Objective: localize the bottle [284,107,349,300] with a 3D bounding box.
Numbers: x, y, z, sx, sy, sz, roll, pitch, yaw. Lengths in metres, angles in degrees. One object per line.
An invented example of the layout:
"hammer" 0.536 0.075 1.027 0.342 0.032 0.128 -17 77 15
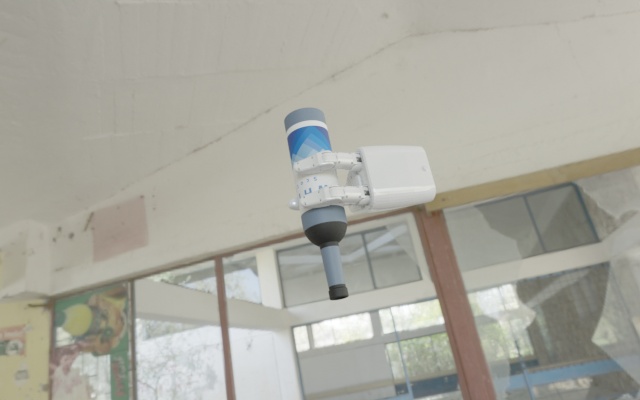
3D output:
"bottle" 0.000 0.002 0.722 0.069 0.295 0.069 -10 -21 -4
